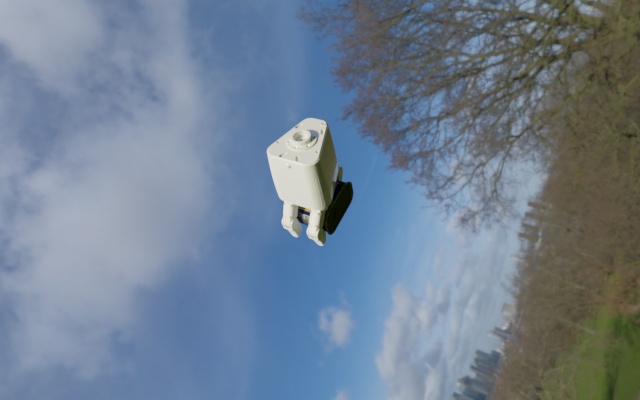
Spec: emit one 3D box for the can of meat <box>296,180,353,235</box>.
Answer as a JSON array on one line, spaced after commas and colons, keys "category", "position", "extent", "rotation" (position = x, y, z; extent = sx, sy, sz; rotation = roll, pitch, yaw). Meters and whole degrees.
[{"category": "can of meat", "position": [0.000, 0.003, 0.873], "extent": [0.084, 0.102, 0.057], "rotation": [17, -32, 24]}]
